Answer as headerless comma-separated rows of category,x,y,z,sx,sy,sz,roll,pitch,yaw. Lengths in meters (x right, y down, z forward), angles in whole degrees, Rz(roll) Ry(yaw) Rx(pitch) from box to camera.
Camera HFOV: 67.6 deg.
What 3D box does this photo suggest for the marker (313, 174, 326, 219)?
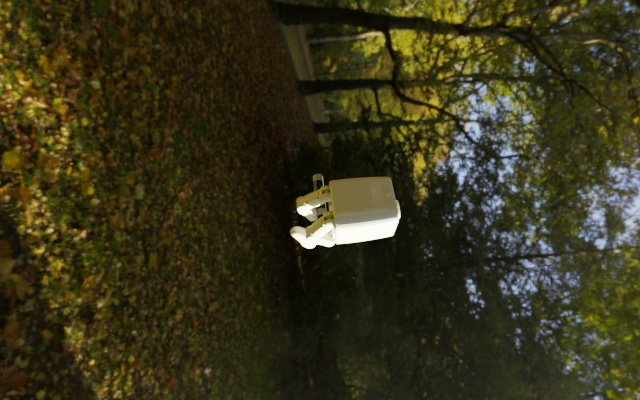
marker,0.000,0.003,0.875,0.020,0.121,0.020,-4,-36,-3
